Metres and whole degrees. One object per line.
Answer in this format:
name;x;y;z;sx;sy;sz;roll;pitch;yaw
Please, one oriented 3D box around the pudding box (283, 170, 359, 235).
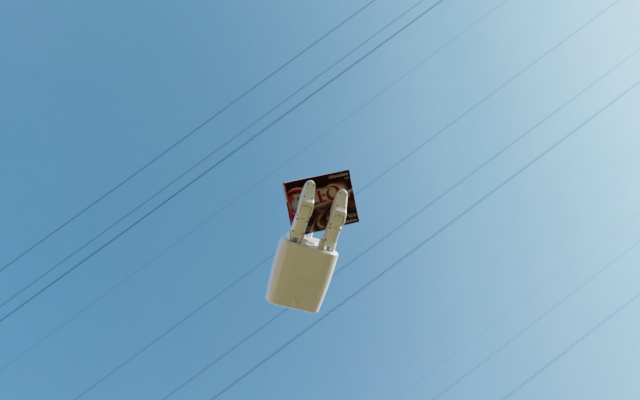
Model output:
pudding box;0.000;0.003;0.794;0.113;0.090;0.039;-13;7;-10
